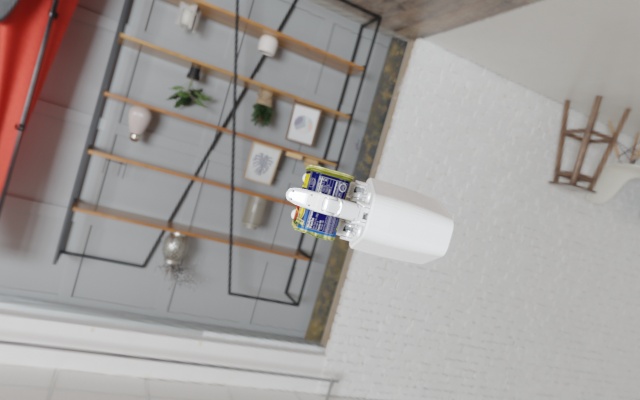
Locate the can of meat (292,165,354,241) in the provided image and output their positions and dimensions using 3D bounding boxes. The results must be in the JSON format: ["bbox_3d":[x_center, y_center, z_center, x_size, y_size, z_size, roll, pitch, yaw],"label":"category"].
[{"bbox_3d":[0.000,0.002,0.619,0.057,0.084,0.102,15,1,-7],"label":"can of meat"}]
